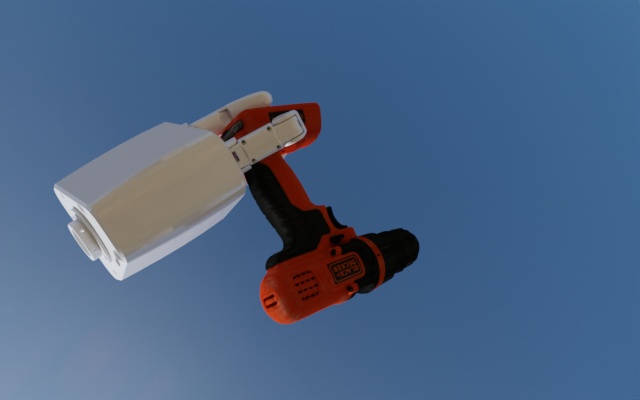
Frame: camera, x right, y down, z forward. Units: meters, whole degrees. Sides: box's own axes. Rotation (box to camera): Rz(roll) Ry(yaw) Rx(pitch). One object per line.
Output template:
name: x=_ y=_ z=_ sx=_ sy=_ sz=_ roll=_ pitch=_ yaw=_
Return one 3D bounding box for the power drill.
power drill: x=0.000 y=0.001 z=0.445 sx=0.184 sy=0.187 sz=0.057 roll=-15 pitch=-16 yaw=-42
